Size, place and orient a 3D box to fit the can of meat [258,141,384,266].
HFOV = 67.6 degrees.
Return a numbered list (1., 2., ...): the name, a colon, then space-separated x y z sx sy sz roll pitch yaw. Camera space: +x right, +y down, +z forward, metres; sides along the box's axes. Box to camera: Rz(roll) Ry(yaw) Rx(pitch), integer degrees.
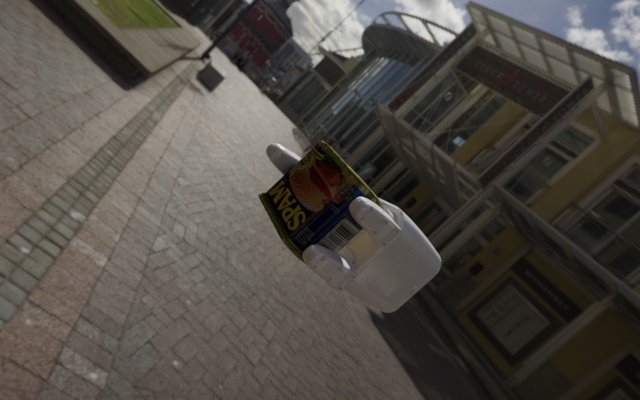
1. can of meat: 0.000 0.001 0.443 0.057 0.084 0.102 42 8 -39
